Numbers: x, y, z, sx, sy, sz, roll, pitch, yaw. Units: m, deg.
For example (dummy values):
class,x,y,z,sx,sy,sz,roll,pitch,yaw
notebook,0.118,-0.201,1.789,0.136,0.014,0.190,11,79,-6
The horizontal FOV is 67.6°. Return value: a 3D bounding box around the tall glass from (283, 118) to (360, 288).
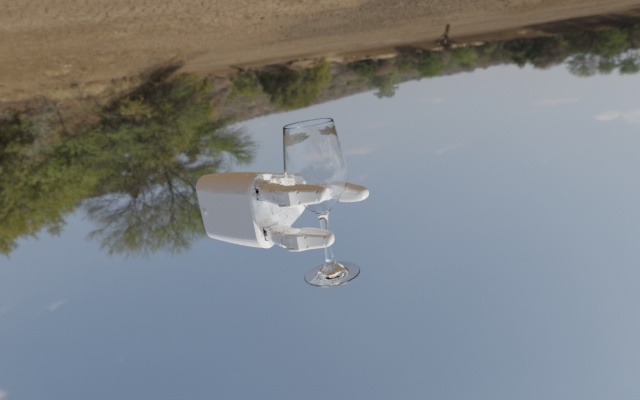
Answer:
class,x,y,z,sx,sy,sz,roll,pitch,yaw
tall glass,0.000,0.003,0.598,0.079,0.201,0.079,-8,16,2
